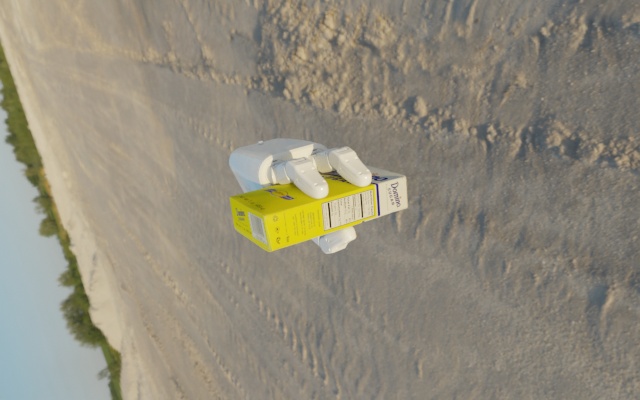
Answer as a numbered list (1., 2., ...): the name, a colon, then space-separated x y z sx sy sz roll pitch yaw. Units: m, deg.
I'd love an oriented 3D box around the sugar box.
1. sugar box: 0.000 0.001 0.528 0.176 0.048 0.093 -19 22 -28
